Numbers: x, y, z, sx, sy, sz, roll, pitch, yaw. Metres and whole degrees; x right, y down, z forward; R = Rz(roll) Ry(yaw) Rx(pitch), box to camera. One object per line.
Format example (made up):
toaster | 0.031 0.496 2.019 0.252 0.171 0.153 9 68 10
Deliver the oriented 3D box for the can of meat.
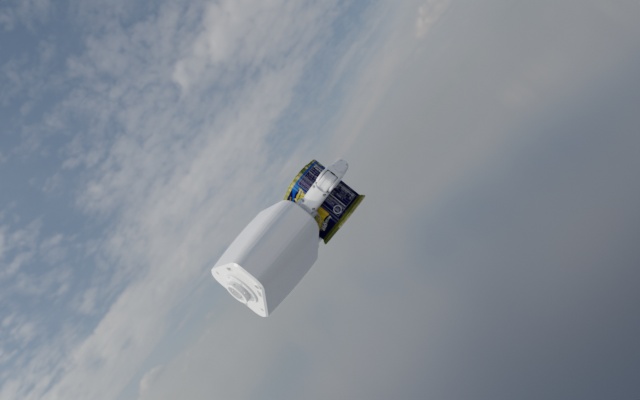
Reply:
can of meat | 0.000 0.002 0.635 0.084 0.057 0.102 39 -26 3
